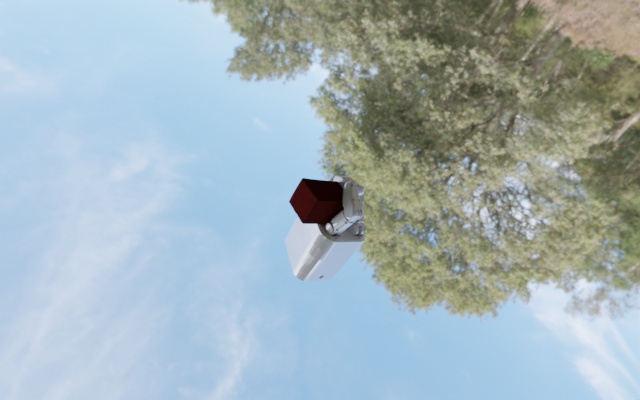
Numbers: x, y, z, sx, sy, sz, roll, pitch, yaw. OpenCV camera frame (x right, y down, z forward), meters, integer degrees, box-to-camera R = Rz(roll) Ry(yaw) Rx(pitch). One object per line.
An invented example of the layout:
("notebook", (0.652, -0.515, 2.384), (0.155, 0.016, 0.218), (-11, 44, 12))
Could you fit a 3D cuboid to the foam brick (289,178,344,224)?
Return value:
("foam brick", (0.000, 0.002, 0.756), (0.078, 0.051, 0.053), (4, 42, -42))
